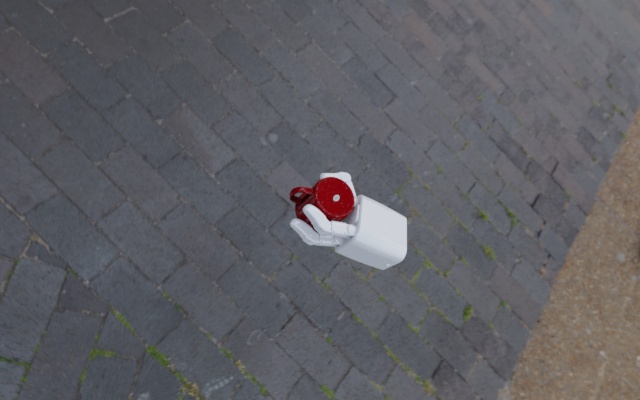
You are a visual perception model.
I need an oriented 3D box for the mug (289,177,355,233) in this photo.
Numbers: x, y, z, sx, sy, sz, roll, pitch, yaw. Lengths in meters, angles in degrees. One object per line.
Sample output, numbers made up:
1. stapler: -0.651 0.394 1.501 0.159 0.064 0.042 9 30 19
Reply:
1. mug: -0.001 0.002 0.879 0.117 0.093 0.081 23 -30 -16
